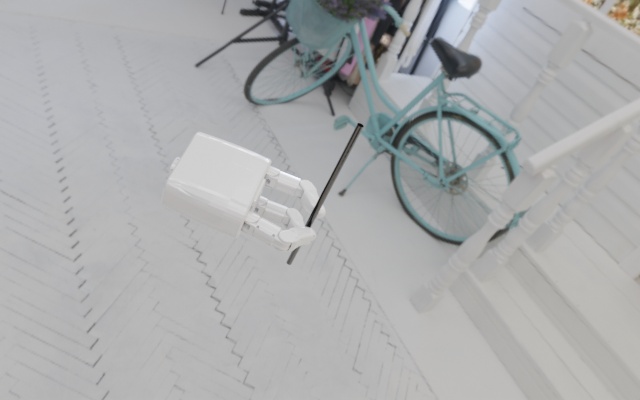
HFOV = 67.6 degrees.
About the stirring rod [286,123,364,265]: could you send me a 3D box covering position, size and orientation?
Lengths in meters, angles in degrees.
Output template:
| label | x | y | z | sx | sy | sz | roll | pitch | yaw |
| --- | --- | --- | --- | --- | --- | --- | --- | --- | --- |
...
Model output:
| label | x | y | z | sx | sy | sz | roll | pitch | yaw |
| --- | --- | --- | --- | --- | --- | --- | --- | --- | --- |
| stirring rod | 0.000 | 0.002 | 0.604 | 0.011 | 0.240 | 0.011 | 17 | 38 | -14 |
